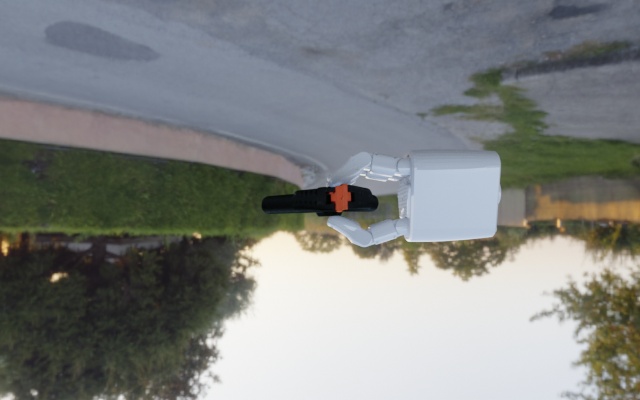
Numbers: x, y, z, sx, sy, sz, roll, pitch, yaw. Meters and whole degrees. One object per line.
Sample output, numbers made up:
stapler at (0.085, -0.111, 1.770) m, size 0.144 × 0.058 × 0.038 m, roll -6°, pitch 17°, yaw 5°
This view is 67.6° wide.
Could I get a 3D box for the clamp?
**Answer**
clamp at (0.000, 0.003, 0.588) m, size 0.164 × 0.036 × 0.210 m, roll -2°, pitch -2°, yaw 0°
